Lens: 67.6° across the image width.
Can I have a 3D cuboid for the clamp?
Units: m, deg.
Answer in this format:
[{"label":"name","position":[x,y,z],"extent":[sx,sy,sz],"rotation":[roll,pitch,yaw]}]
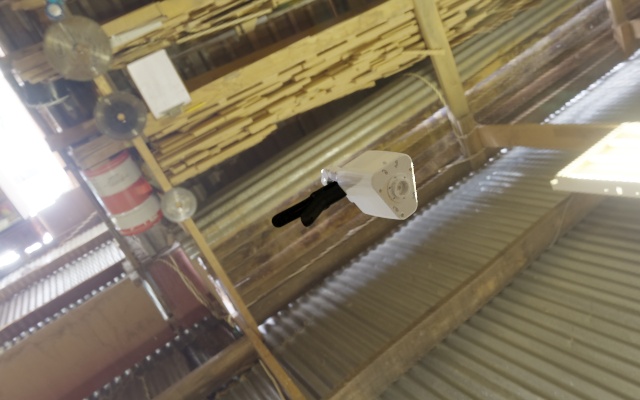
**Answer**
[{"label":"clamp","position":[0.000,0.003,0.875],"extent":[0.171,0.039,0.120],"rotation":[-34,21,-21]}]
